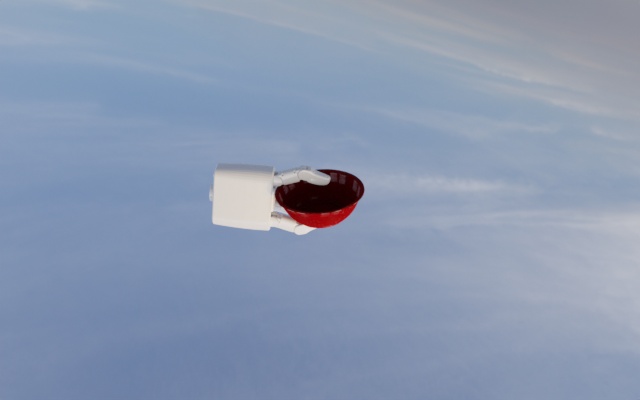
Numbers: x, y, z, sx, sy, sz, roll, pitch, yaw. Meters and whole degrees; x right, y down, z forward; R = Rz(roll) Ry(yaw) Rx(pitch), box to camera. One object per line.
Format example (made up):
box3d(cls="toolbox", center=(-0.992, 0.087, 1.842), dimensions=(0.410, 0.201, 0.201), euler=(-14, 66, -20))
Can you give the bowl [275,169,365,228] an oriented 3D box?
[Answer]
box3d(cls="bowl", center=(0.001, 0.003, 0.867), dimensions=(0.162, 0.055, 0.162), euler=(-4, 31, 2))
